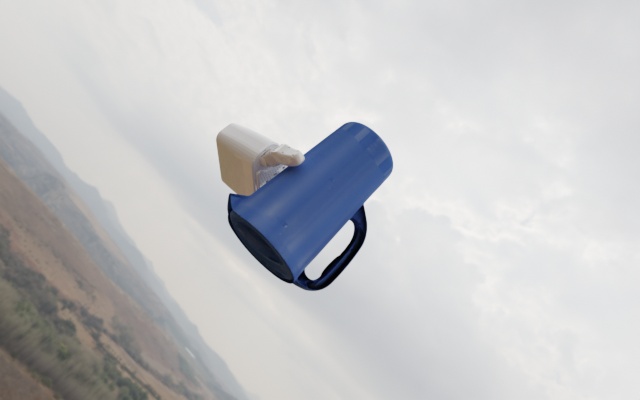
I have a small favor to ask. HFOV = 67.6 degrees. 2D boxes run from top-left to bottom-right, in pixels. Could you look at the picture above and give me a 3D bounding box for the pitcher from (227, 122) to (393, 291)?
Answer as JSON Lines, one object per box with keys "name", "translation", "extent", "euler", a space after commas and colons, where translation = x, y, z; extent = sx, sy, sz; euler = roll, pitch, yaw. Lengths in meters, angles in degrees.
{"name": "pitcher", "translation": [0.000, 0.002, 0.698], "extent": [0.145, 0.149, 0.242], "euler": [30, 63, 37]}
